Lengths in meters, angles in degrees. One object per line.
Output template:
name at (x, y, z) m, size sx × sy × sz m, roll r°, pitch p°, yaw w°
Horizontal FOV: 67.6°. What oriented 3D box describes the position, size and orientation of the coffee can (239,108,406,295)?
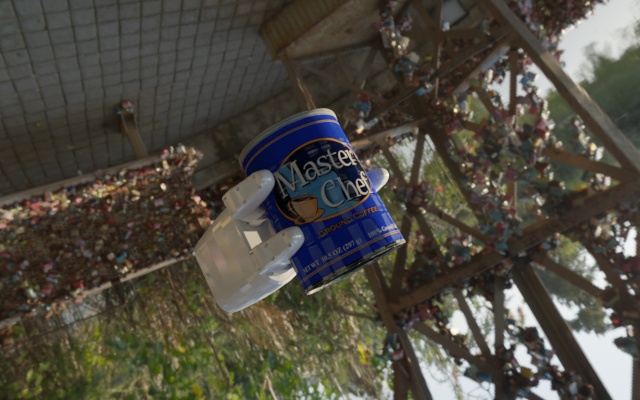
coffee can at (0.000, 0.001, 0.444) m, size 0.103 × 0.140 × 0.103 m, roll -27°, pitch -12°, yaw -6°
